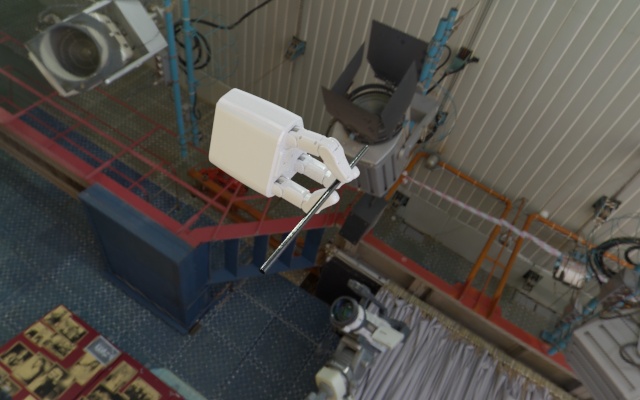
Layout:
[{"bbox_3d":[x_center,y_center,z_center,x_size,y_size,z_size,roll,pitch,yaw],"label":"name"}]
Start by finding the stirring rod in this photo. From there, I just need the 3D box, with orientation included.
[{"bbox_3d":[0.000,0.002,0.581,0.011,0.011,0.239,0,38,41],"label":"stirring rod"}]
